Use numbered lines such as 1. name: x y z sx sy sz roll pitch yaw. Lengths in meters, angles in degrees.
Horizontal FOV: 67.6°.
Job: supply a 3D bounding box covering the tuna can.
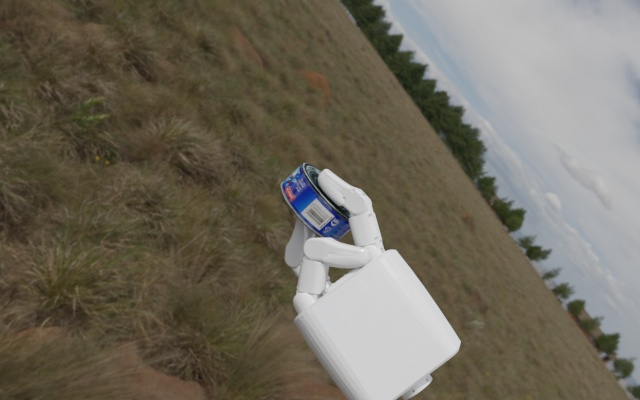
1. tuna can: 0.000 0.001 0.499 0.034 0.086 0.086 -43 -14 15
